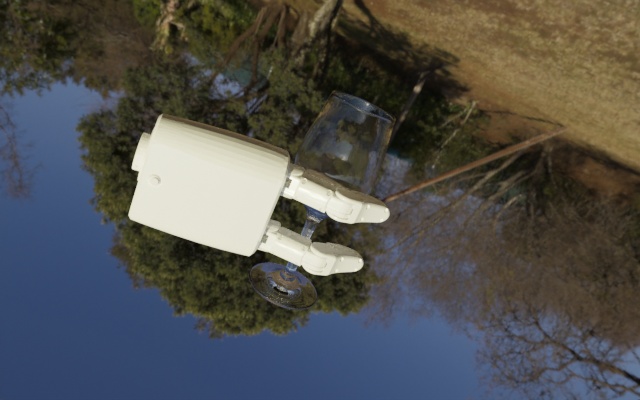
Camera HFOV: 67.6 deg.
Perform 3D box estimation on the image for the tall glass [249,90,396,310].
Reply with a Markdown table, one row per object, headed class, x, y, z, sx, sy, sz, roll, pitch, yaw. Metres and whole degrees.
| class | x | y | z | sx | sy | sz | roll | pitch | yaw |
| --- | --- | --- | --- | --- | --- | --- | --- | --- | --- |
| tall glass | 0.000 | 0.002 | 0.452 | 0.079 | 0.201 | 0.079 | 21 | 20 | -8 |
